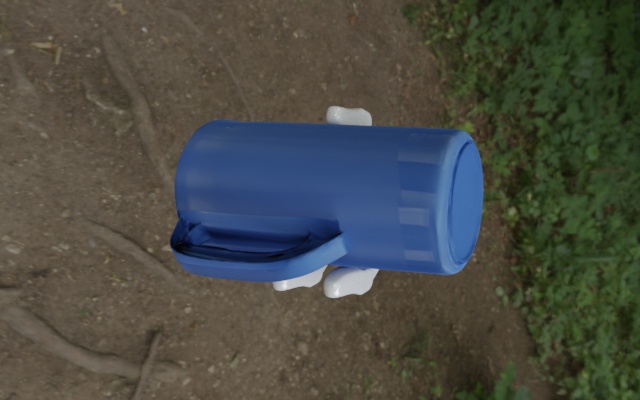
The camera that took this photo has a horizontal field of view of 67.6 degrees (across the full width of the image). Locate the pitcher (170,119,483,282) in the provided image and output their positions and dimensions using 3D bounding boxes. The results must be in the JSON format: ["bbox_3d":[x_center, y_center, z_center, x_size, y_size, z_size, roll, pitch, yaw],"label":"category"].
[{"bbox_3d":[0.000,0.001,0.404,0.243,0.149,0.145,4,-9,31],"label":"pitcher"}]
